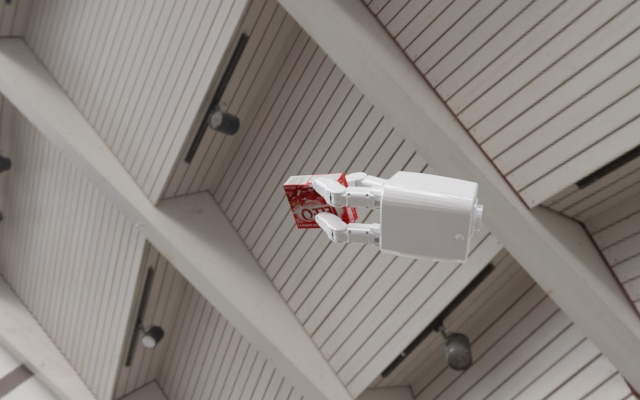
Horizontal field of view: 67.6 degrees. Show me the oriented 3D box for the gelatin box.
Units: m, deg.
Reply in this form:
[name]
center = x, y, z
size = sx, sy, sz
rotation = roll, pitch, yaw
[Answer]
[gelatin box]
center = 0.000, 0.002, 0.661
size = 0.089, 0.073, 0.030
rotation = -2, 30, 29
